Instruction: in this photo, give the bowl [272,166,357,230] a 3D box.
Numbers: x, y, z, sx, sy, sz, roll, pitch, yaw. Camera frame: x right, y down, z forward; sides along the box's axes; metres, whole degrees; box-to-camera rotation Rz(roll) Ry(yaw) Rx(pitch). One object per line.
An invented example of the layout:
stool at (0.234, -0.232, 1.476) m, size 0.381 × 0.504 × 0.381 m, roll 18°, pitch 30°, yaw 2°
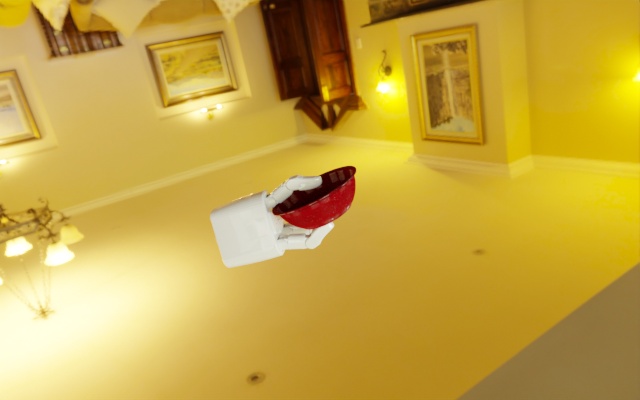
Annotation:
bowl at (0.001, 0.003, 0.817) m, size 0.162 × 0.055 × 0.162 m, roll -27°, pitch 15°, yaw 8°
